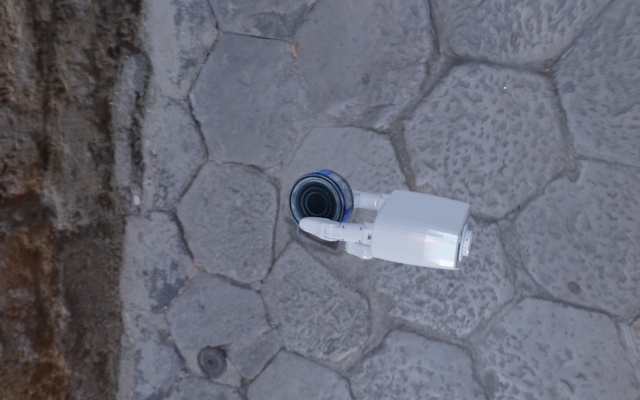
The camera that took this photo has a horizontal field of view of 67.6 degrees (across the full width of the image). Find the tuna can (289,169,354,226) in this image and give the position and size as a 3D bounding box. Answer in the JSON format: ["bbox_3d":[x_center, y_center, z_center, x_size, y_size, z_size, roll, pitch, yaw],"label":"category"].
[{"bbox_3d":[0.000,0.002,0.650,0.086,0.086,0.033,0,12,27],"label":"tuna can"}]
